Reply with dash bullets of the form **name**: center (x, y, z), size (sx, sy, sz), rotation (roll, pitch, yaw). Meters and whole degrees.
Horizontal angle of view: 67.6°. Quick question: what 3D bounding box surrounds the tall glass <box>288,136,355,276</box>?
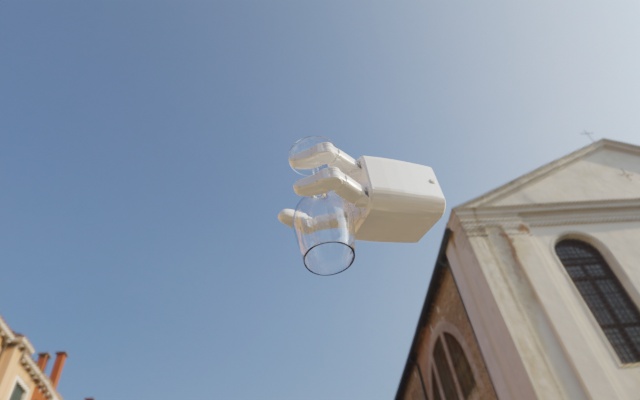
- **tall glass**: center (0.000, 0.002, 0.634), size (0.079, 0.079, 0.200), rotation (0, 43, -8)
